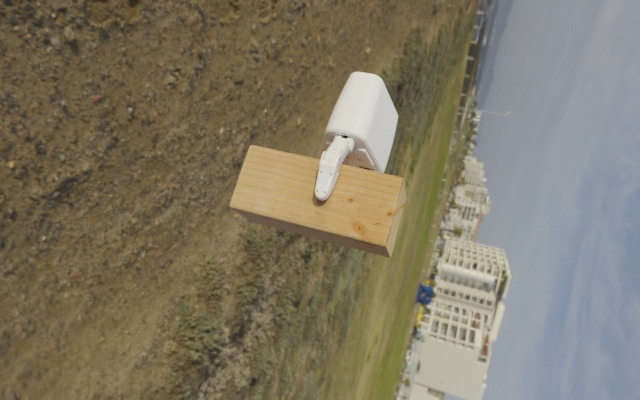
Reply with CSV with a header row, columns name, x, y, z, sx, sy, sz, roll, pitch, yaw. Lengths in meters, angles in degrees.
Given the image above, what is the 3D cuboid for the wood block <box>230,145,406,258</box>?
name,x,y,z,sx,sy,sz,roll,pitch,yaw
wood block,0.000,0.002,0.630,0.206,0.090,0.091,13,-13,15
